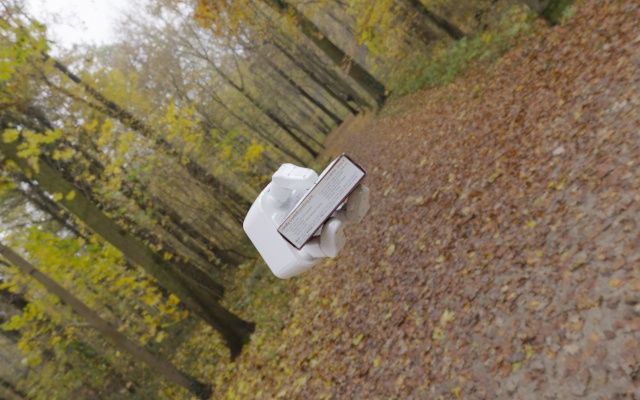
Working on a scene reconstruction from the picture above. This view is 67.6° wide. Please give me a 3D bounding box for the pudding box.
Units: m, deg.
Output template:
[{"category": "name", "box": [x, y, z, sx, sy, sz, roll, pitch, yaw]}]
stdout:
[{"category": "pudding box", "box": [0.000, 0.002, 0.541, 0.039, 0.113, 0.090, 39, -1, -2]}]
